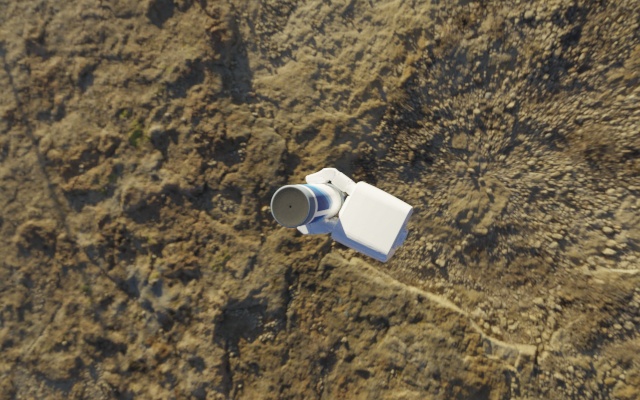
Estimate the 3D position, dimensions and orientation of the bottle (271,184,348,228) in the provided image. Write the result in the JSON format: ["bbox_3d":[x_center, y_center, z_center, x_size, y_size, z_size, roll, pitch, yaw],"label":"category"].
[{"bbox_3d":[0.000,0.003,0.875,0.069,0.069,0.295,0,3,19],"label":"bottle"}]
